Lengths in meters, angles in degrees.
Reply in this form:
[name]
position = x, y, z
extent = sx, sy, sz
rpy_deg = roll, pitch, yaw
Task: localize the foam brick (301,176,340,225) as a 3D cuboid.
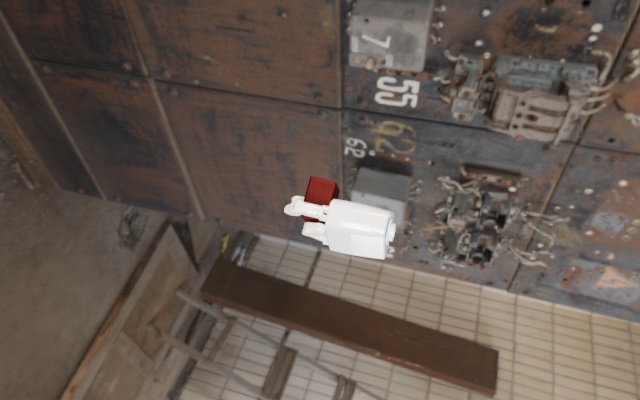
[foam brick]
position = 0.000, 0.003, 0.892
extent = 0.051, 0.078, 0.053
rpy_deg = 10, -16, 16
